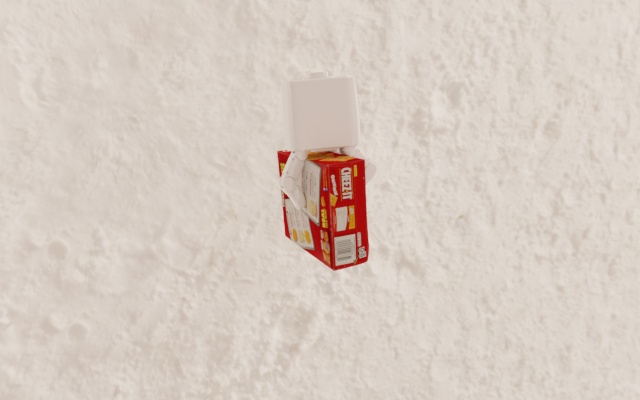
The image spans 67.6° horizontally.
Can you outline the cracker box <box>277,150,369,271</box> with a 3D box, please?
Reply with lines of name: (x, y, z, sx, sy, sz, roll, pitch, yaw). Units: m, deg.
cracker box: (0.000, 0.003, 0.796, 0.072, 0.164, 0.213, -10, 15, -22)
